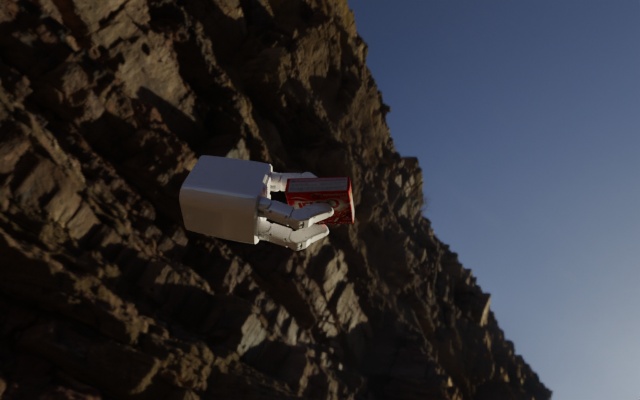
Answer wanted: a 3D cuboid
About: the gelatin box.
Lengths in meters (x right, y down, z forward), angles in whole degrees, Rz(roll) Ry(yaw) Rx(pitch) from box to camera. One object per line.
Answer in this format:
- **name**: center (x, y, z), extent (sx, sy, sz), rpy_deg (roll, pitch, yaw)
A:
- **gelatin box**: center (0.000, 0.002, 0.668), extent (0.089, 0.030, 0.073), rpy_deg (-2, -40, 8)
